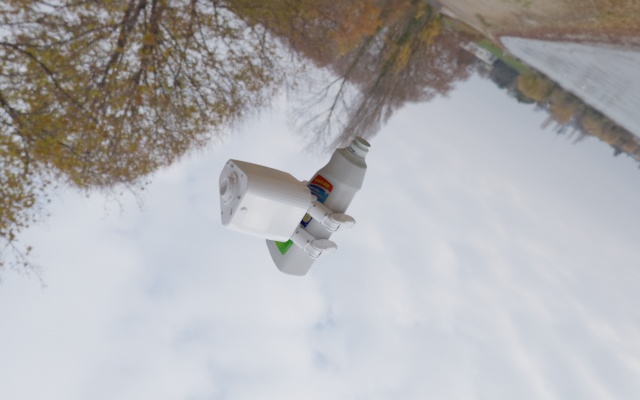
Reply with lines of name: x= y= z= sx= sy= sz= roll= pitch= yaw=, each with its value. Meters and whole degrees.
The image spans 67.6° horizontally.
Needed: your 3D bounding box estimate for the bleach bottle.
bleach bottle: x=0.000 y=0.003 z=0.775 sx=0.068 sy=0.251 sz=0.102 roll=15 pitch=30 yaw=-33
